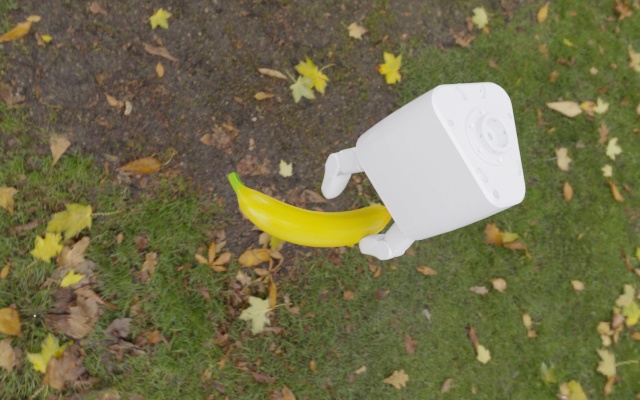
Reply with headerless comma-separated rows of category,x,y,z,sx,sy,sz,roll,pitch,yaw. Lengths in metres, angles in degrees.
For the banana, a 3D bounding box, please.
banana,-0.004,0.018,0.518,0.198,0.069,0.037,14,-27,-22
